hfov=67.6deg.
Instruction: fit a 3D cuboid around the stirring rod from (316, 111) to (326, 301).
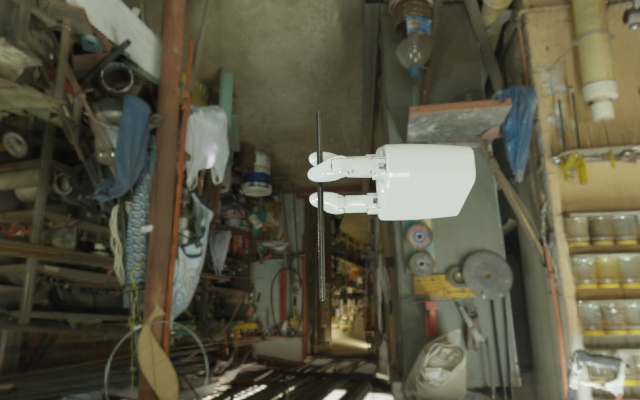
[{"bbox_3d":[0.000,0.002,0.596,0.011,0.239,0.011,-1,-14,0],"label":"stirring rod"}]
